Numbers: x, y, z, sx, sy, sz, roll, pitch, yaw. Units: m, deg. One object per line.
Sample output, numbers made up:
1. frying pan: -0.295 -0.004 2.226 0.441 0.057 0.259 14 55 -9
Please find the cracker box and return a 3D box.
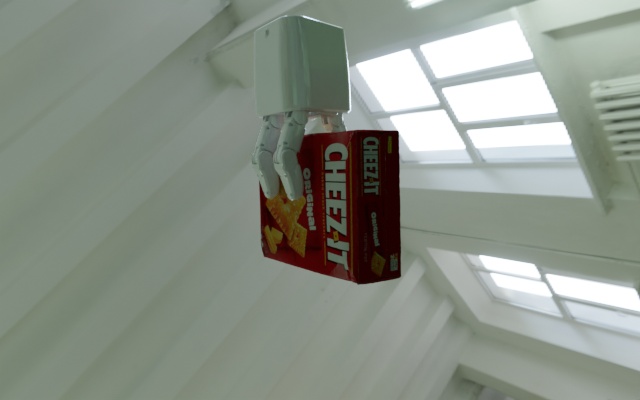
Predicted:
1. cracker box: 0.000 0.002 0.588 0.072 0.164 0.213 -5 5 -34
